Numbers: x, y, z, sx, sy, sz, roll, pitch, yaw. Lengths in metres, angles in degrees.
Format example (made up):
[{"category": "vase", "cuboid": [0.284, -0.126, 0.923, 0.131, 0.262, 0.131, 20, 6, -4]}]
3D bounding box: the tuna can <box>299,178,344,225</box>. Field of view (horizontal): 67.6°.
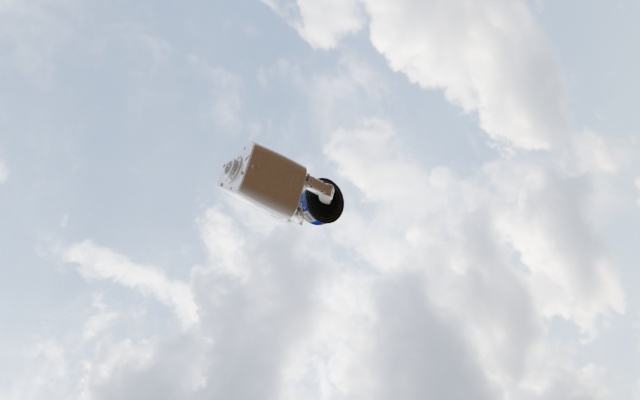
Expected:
[{"category": "tuna can", "cuboid": [0.000, 0.003, 0.884, 0.086, 0.086, 0.034, 0, -11, -35]}]
